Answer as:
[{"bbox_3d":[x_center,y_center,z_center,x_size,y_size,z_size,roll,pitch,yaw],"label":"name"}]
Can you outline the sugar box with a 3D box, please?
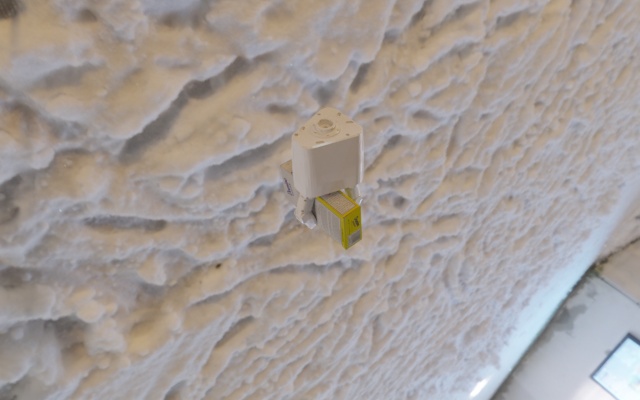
[{"bbox_3d":[0.001,0.002,0.857,0.048,0.093,0.176,-32,53,-22],"label":"sugar box"}]
